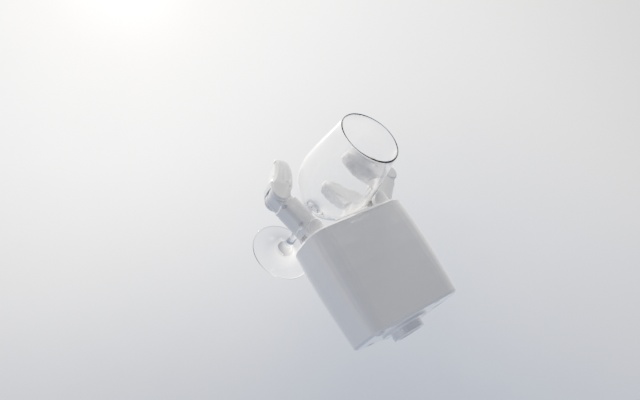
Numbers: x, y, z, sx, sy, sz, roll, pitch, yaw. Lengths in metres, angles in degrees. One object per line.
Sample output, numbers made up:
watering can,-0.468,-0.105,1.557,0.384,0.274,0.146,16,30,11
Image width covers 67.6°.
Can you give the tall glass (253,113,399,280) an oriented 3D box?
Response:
tall glass,0.000,0.002,0.499,0.079,0.079,0.201,0,-37,-35
